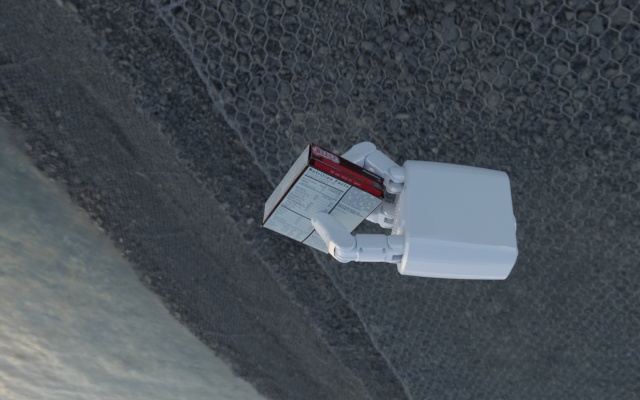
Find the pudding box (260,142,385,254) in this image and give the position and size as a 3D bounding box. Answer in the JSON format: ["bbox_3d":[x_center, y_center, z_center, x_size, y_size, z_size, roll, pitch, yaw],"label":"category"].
[{"bbox_3d":[0.000,0.002,0.506,0.090,0.039,0.113,25,-49,-18],"label":"pudding box"}]
